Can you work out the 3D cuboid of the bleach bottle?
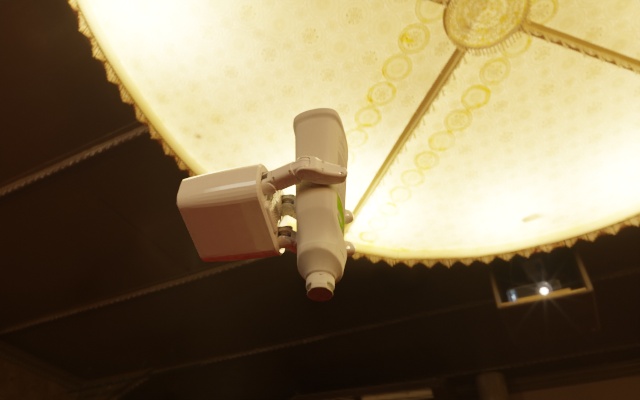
[{"bbox_3d":[0.000,0.002,0.585,0.068,0.250,0.103,-9,-44,12],"label":"bleach bottle"}]
